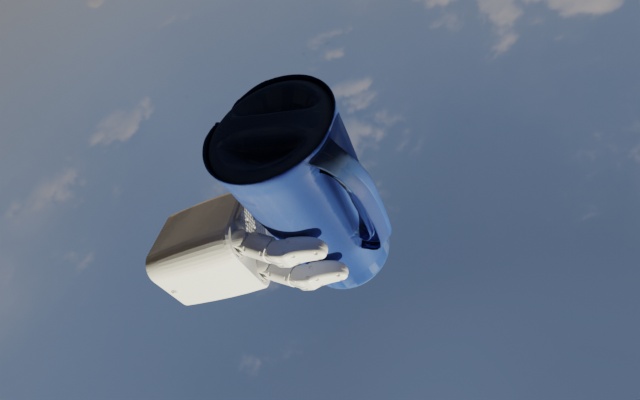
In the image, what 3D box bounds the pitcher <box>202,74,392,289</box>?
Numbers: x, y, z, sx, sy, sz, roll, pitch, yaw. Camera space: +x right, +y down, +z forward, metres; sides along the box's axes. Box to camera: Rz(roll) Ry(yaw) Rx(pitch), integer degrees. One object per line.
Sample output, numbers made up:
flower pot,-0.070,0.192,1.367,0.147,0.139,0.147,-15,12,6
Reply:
pitcher,0.000,0.002,0.507,0.145,0.149,0.243,-18,-41,14
